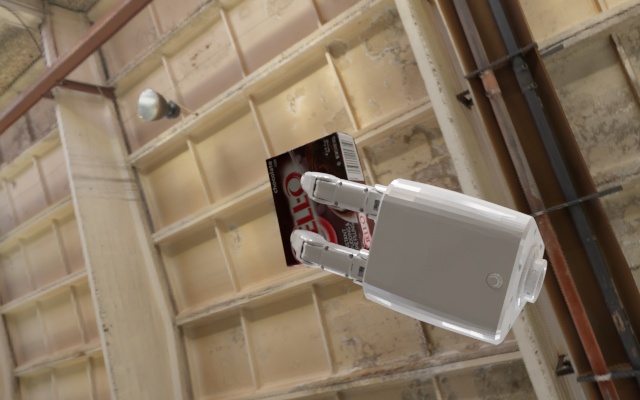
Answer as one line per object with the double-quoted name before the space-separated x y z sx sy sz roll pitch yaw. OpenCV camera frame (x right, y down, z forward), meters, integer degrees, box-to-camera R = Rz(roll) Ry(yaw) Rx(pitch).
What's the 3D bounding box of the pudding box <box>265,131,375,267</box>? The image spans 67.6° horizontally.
"pudding box" 0.000 0.001 0.460 0.090 0.113 0.039 -17 -11 33
